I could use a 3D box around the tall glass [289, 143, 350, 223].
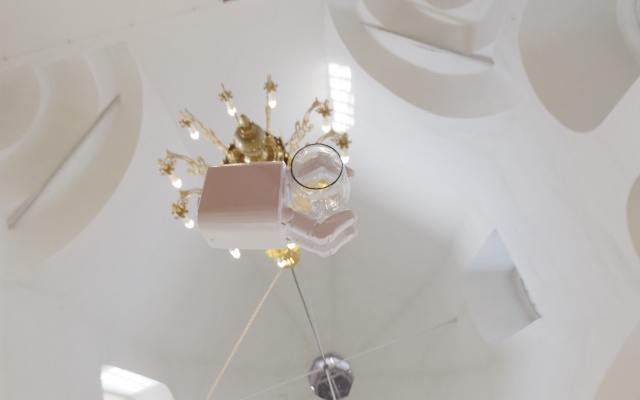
[{"bbox_3d":[0.000,0.002,0.642,0.079,0.079,0.201,0,-25,3],"label":"tall glass"}]
